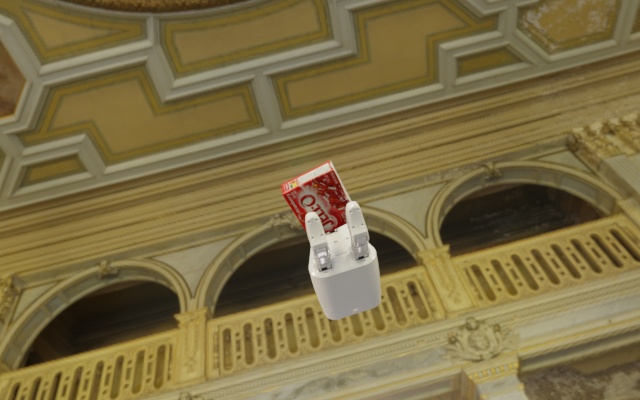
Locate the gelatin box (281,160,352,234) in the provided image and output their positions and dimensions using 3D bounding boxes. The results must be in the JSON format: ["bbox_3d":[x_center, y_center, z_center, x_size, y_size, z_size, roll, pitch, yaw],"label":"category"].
[{"bbox_3d":[0.000,0.002,0.631,0.073,0.089,0.030,-25,33,6],"label":"gelatin box"}]
